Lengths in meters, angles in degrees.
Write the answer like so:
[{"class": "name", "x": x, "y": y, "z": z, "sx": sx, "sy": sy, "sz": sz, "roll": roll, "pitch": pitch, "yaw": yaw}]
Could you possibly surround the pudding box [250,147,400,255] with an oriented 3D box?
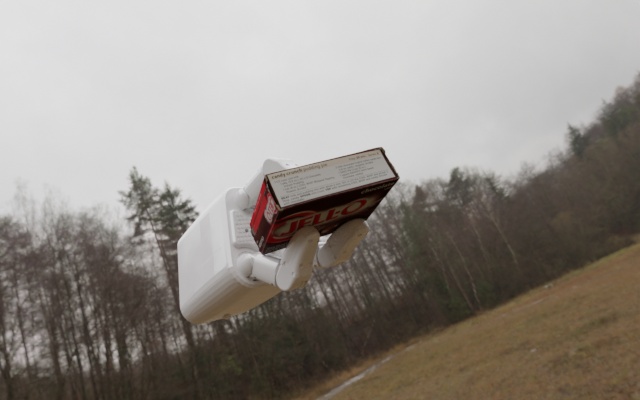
[{"class": "pudding box", "x": 0.000, "y": 0.001, "z": 0.416, "sx": 0.113, "sy": 0.039, "sz": 0.090, "roll": -18, "pitch": -21, "yaw": -24}]
